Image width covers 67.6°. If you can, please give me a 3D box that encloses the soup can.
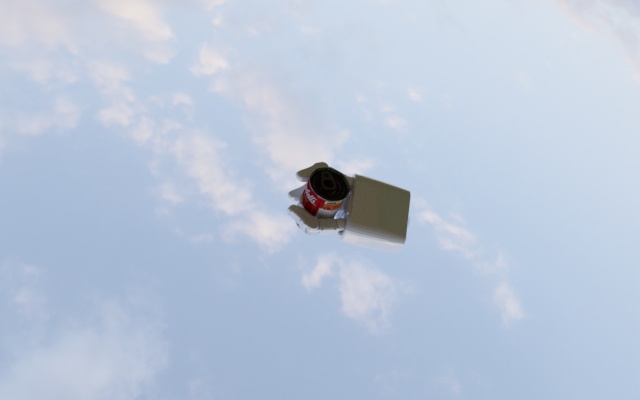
[{"bbox_3d":[0.000,0.003,0.795,0.068,0.068,0.102,0,-35,-21],"label":"soup can"}]
